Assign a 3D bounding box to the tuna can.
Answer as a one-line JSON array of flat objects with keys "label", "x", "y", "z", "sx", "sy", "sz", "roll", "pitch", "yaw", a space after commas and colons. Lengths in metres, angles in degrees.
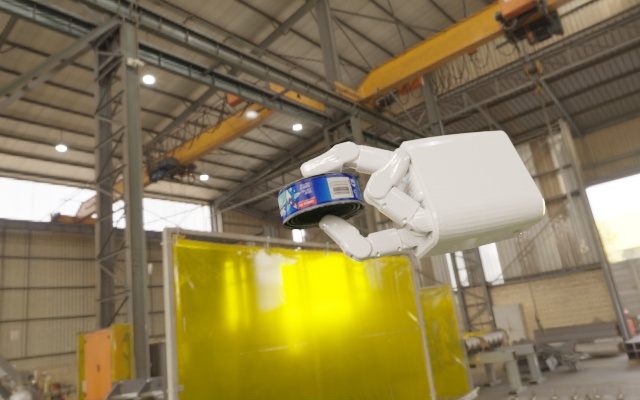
[{"label": "tuna can", "x": 0.000, "y": 0.001, "z": 0.490, "sx": 0.086, "sy": 0.033, "sz": 0.086, "roll": -13, "pitch": -15, "yaw": -3}]
